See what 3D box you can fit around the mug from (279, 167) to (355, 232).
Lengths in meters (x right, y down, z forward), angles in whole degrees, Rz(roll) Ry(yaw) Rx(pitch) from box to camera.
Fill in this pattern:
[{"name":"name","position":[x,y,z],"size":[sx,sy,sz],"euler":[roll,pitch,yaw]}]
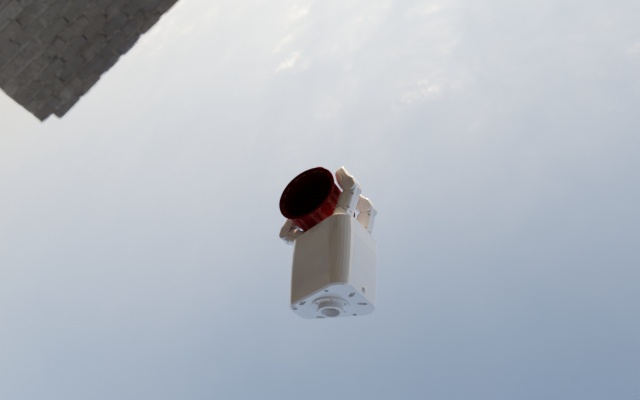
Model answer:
[{"name":"mug","position":[0.000,0.001,0.717],"size":[0.093,0.117,0.081],"euler":[-17,-45,26]}]
